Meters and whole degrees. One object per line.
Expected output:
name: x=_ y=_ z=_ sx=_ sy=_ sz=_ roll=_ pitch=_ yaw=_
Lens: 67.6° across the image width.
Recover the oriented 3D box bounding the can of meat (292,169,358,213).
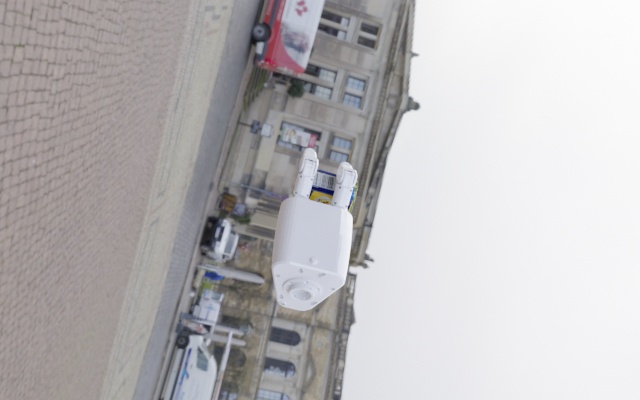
can of meat: x=0.000 y=0.002 z=0.706 sx=0.084 sy=0.057 sz=0.102 roll=15 pitch=-46 yaw=-8
